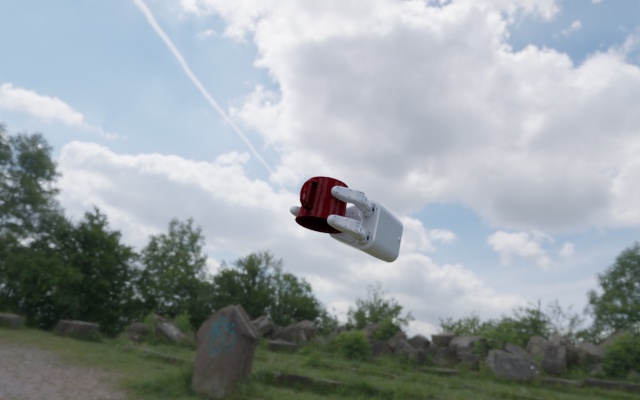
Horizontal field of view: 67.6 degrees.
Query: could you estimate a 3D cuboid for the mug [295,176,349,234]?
[{"bbox_3d":[-0.001,0.002,0.859,0.093,0.081,0.117,-3,-25,36],"label":"mug"}]
